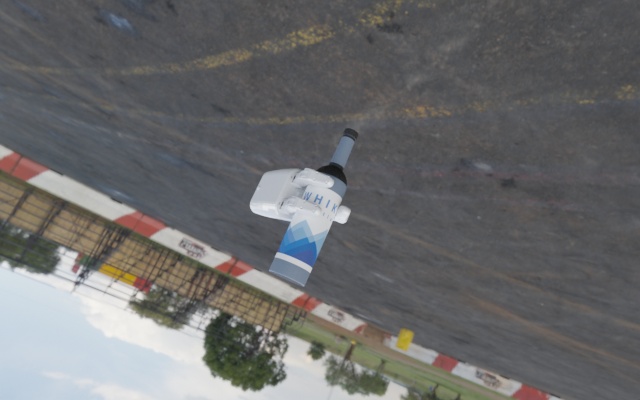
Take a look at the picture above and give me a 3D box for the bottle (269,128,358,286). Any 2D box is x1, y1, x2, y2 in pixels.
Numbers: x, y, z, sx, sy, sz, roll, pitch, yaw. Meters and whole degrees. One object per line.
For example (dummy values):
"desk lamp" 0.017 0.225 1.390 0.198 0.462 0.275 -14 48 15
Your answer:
"bottle" 0.000 0.003 0.849 0.069 0.295 0.069 22 -14 6
